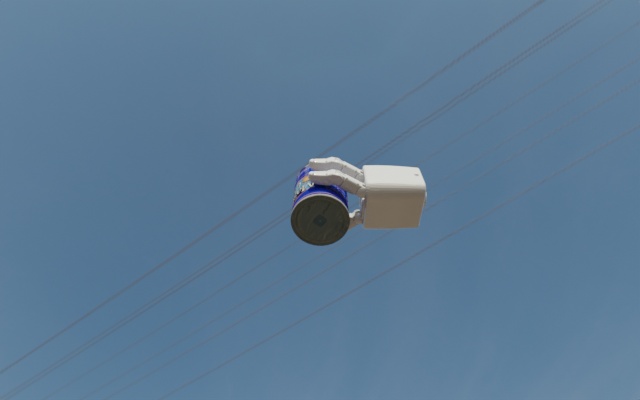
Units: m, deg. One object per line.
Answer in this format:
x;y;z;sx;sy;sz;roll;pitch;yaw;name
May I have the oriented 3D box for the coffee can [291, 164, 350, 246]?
0.000;0.003;0.882;0.103;0.103;0.140;0;29;0;coffee can
